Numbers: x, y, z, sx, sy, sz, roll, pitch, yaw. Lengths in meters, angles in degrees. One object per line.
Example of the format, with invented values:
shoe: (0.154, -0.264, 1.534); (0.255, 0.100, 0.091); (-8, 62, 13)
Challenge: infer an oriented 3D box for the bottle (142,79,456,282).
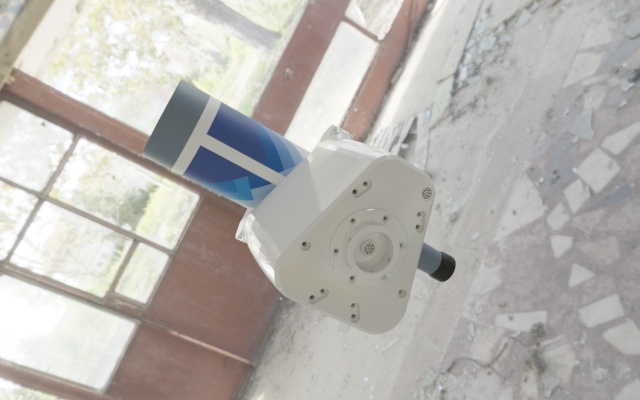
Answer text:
bottle: (0.000, 0.001, 0.416); (0.296, 0.069, 0.069); (28, -10, -19)
